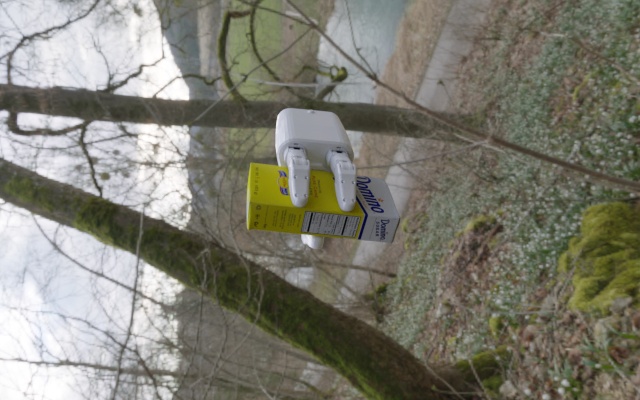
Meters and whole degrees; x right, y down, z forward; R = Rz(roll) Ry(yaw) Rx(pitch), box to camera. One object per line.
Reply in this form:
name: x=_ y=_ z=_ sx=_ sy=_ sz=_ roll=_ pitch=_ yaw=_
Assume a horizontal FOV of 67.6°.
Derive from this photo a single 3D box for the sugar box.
sugar box: x=0.000 y=0.001 z=0.580 sx=0.176 sy=0.048 sz=0.093 roll=4 pitch=34 yaw=-10
